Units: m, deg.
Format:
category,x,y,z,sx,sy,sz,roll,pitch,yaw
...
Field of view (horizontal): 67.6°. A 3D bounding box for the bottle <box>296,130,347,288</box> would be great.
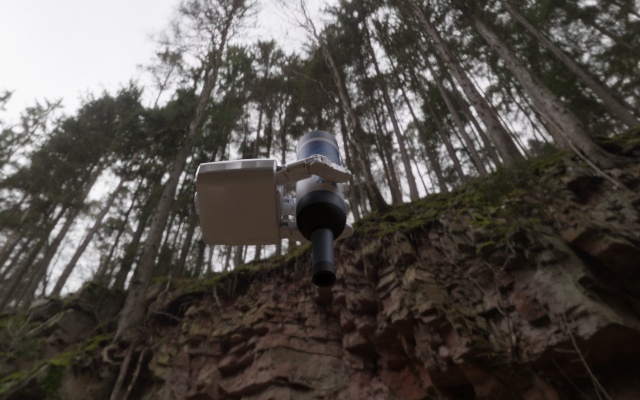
category,x,y,z,sx,sy,sz,roll,pitch,yaw
bottle,0.000,0.002,0.654,0.069,0.069,0.295,0,36,-2
